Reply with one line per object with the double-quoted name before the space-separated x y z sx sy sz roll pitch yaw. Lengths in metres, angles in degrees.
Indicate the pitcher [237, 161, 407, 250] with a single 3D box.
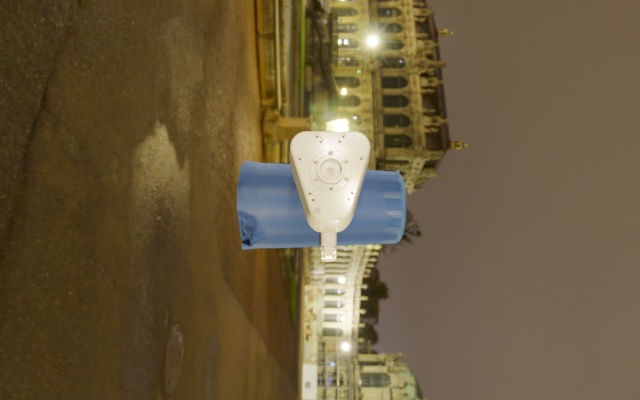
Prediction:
"pitcher" 0.000 0.002 0.724 0.243 0.149 0.145 1 -10 0
